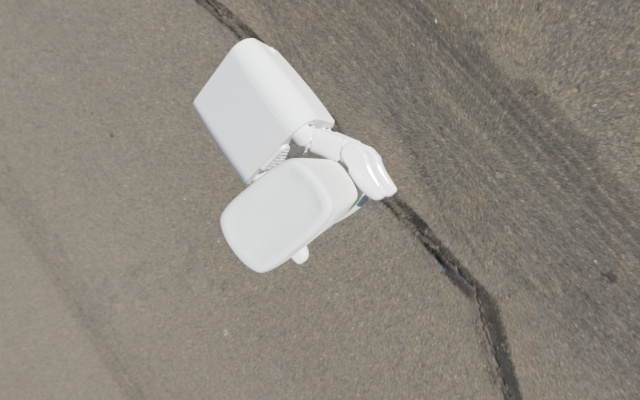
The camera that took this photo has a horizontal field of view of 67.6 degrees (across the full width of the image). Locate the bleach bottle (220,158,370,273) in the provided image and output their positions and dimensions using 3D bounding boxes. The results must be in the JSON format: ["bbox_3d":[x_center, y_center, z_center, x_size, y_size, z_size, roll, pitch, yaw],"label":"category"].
[{"bbox_3d":[0.000,0.002,0.502,0.102,0.068,0.251,-39,-7,17],"label":"bleach bottle"}]
